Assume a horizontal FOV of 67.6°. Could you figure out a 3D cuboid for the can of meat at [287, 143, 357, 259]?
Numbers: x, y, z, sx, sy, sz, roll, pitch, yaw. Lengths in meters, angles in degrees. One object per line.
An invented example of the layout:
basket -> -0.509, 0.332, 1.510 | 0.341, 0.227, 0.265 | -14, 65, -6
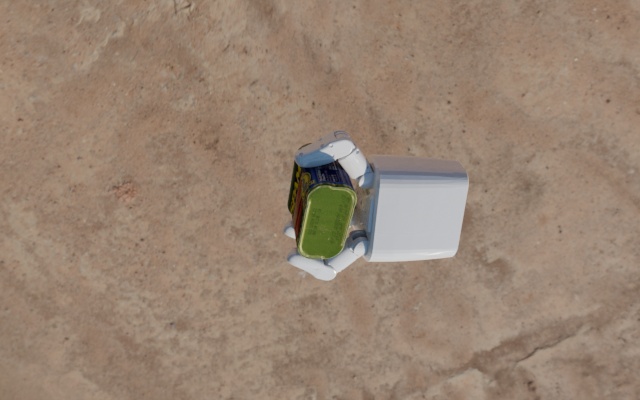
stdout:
can of meat -> 0.000, 0.002, 0.524 | 0.057, 0.102, 0.084 | 3, 34, -13
